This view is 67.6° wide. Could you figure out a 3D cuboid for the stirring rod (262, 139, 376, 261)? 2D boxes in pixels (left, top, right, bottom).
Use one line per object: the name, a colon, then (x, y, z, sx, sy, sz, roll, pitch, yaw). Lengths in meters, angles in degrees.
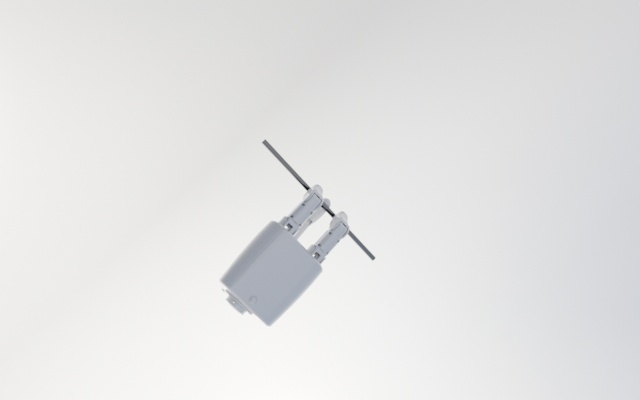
stirring rod: (0.000, 0.002, 0.695, 0.011, 0.239, 0.011, -41, 12, 11)
